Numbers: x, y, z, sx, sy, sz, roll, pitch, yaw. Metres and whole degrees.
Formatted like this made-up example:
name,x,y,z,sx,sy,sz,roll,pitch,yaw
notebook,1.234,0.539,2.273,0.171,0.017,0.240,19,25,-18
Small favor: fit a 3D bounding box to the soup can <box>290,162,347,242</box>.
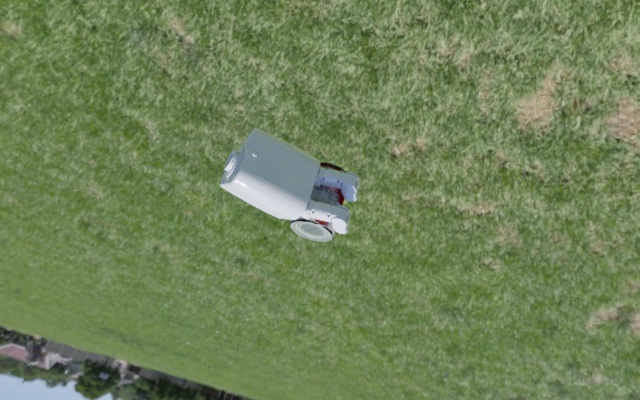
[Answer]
name,x,y,z,sx,sy,sz,roll,pitch,yaw
soup can,0.000,0.003,0.722,0.068,0.102,0.068,14,-26,7
